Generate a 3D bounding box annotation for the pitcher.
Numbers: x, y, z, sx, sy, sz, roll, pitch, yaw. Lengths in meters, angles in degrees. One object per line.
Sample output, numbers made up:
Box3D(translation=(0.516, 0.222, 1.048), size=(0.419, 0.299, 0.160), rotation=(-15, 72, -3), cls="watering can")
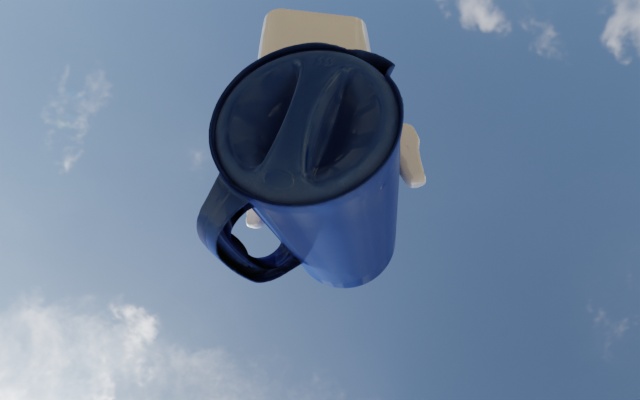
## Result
Box3D(translation=(0.000, 0.001, 0.418), size=(0.149, 0.145, 0.243), rotation=(-6, -27, 8), cls="pitcher")
